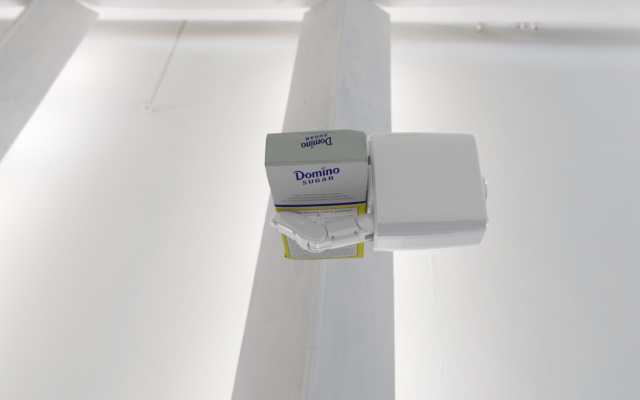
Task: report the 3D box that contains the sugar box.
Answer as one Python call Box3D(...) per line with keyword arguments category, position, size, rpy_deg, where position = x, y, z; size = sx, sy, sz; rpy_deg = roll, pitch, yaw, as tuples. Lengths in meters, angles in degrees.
Box3D(category="sugar box", position=(0.000, 0.001, 0.494), size=(0.093, 0.048, 0.176), rpy_deg=(-2, -37, 1))
